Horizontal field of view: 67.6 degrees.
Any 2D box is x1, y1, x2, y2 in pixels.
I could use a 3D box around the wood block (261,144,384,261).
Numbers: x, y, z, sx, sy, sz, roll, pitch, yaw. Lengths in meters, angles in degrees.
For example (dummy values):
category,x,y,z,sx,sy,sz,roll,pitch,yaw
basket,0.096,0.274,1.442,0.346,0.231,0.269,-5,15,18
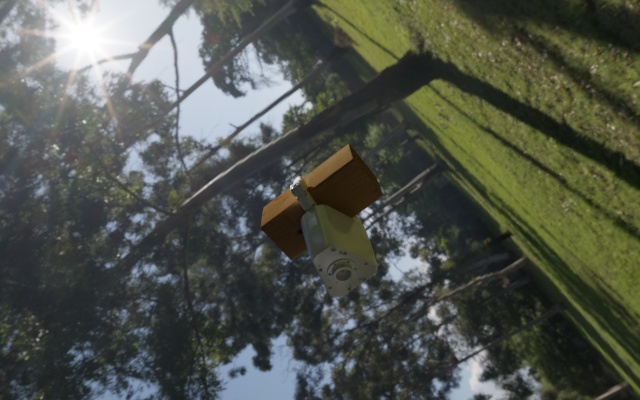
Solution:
category,x,y,z,sx,sy,sz,roll,pitch,yaw
wood block,0.000,0.003,0.870,0.206,0.091,0.090,-36,22,13
